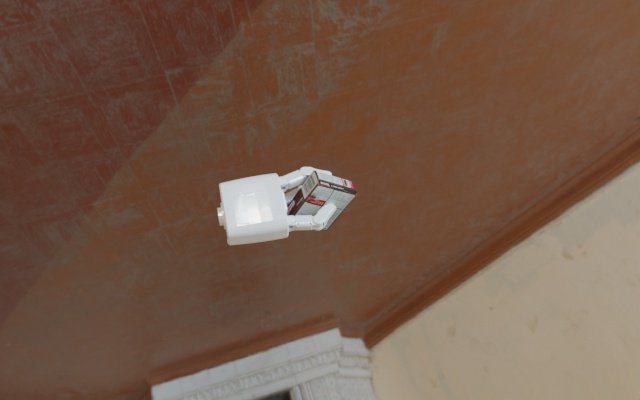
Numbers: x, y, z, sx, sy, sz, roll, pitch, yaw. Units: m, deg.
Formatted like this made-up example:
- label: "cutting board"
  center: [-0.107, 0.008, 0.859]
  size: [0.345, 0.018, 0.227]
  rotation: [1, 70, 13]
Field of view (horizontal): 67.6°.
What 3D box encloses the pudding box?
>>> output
- label: "pudding box"
  center: [0.000, 0.003, 0.892]
  size: [0.090, 0.039, 0.113]
  rotation: [13, -47, -32]
